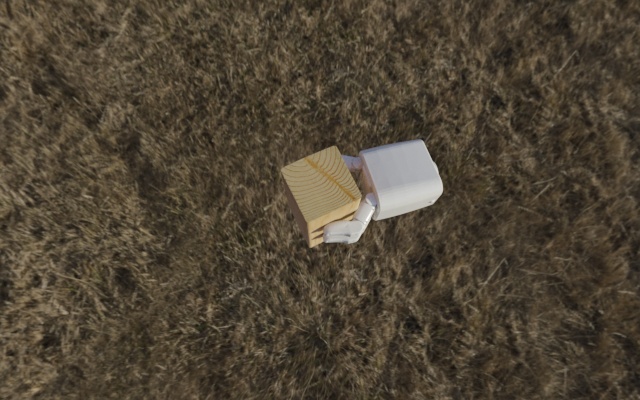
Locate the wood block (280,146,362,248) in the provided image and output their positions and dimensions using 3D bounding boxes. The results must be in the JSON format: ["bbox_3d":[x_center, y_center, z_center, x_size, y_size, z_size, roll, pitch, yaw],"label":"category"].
[{"bbox_3d":[0.000,0.002,0.771,0.090,0.090,0.206,-24,-14,-7],"label":"wood block"}]
